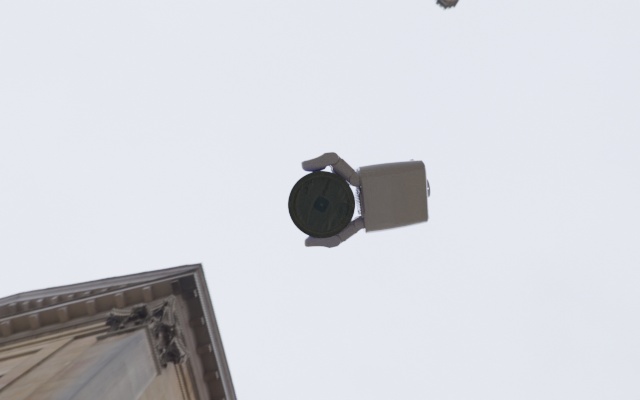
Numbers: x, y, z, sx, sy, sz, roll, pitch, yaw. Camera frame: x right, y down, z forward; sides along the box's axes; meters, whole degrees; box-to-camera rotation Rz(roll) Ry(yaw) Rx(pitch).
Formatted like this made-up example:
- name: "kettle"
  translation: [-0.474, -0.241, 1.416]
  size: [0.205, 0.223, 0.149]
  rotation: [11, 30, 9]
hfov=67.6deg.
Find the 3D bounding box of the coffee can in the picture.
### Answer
- name: "coffee can"
  translation: [0.000, 0.003, 0.788]
  size: [0.103, 0.103, 0.140]
  rotation: [0, 3, -1]
